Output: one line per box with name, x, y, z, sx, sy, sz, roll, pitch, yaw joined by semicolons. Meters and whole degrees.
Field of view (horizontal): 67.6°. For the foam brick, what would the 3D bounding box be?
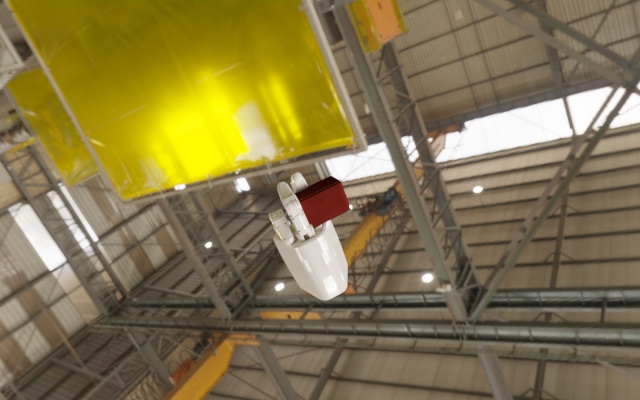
foam brick;0.000;0.002;0.756;0.078;0.051;0.053;-26;17;-5
